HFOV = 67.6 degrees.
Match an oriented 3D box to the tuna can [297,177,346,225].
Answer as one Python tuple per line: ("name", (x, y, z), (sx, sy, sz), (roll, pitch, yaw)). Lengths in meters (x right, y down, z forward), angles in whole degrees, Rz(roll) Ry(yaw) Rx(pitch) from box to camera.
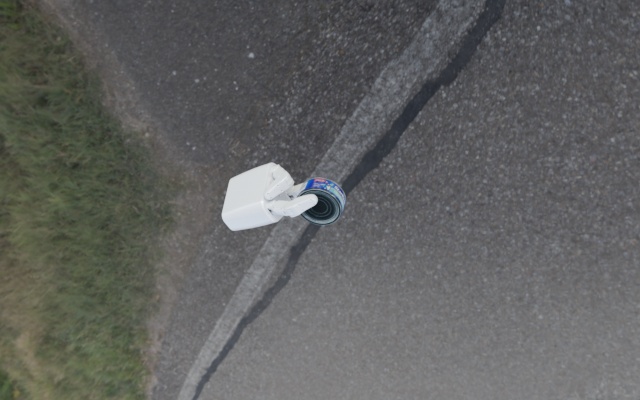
("tuna can", (0.000, 0.003, 0.849), (0.086, 0.086, 0.033), (0, 38, 17))
